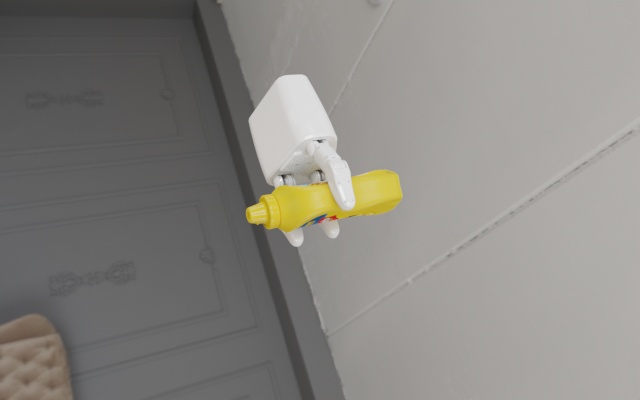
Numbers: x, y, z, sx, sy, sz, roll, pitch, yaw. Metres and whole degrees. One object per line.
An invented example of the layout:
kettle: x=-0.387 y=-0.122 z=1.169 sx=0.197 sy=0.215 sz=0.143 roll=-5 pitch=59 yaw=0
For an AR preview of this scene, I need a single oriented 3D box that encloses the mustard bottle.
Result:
mustard bottle: x=0.000 y=0.002 z=0.600 sx=0.191 sy=0.058 sz=0.096 roll=-10 pitch=-3 yaw=-26
